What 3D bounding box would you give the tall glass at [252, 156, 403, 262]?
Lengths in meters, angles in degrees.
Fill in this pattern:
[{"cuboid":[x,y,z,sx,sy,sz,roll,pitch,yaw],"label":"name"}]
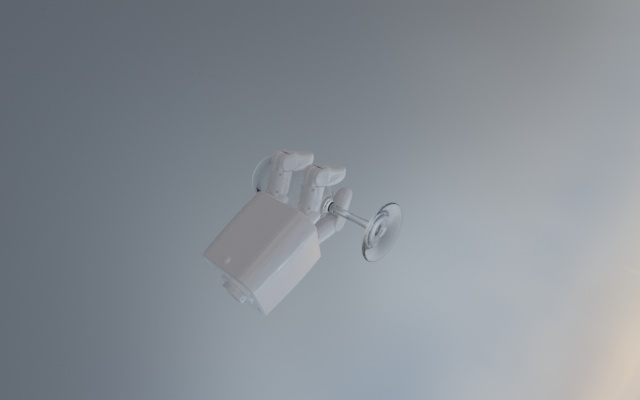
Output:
[{"cuboid":[0.001,0.002,0.605,0.201,0.079,0.079,27,16,36],"label":"tall glass"}]
